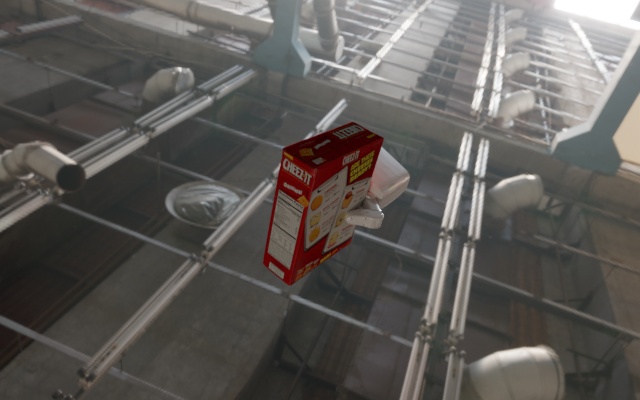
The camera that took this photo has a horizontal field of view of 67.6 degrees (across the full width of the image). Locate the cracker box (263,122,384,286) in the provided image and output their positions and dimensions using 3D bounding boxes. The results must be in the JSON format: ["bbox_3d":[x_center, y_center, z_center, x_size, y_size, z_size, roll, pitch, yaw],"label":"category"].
[{"bbox_3d":[0.000,0.003,0.730,0.072,0.214,0.164,32,38,26],"label":"cracker box"}]
